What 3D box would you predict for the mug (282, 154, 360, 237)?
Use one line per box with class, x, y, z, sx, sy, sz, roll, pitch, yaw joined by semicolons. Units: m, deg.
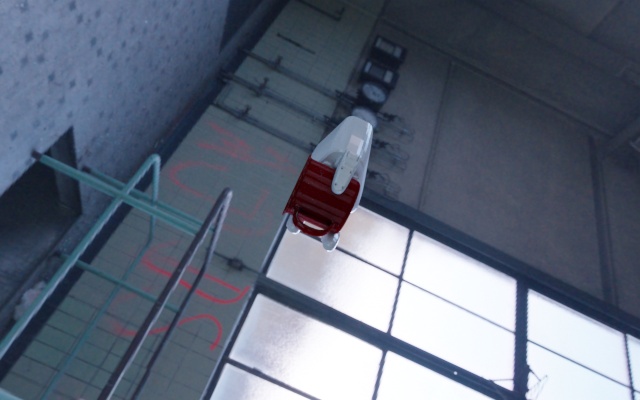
mug;0.000;0.003;0.651;0.081;0.093;0.117;25;43;-4
